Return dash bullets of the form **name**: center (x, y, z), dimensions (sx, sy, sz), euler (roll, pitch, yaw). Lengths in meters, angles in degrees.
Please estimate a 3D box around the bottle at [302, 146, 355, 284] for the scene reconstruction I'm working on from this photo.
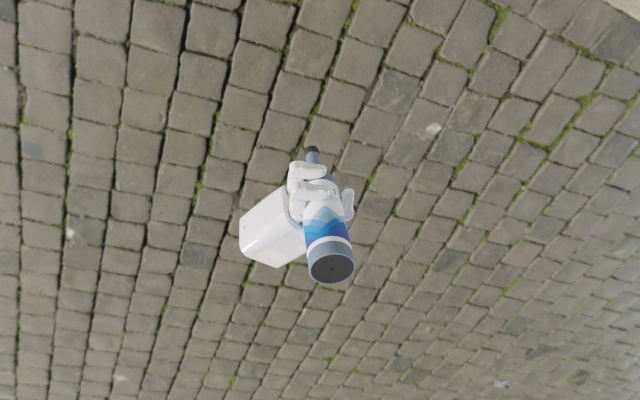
- **bottle**: center (0.000, 0.003, 0.786), dimensions (0.069, 0.069, 0.295), euler (0, 40, -9)
